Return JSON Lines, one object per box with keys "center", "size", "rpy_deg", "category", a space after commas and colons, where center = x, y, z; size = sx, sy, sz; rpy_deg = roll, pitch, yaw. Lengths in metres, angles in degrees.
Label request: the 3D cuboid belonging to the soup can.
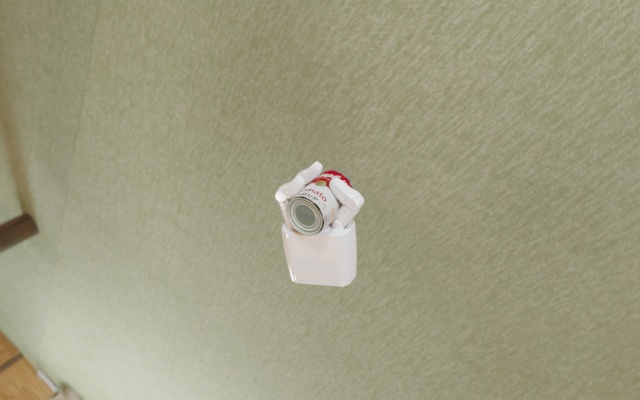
{"center": [0.000, 0.002, 0.749], "size": [0.068, 0.068, 0.102], "rpy_deg": [0, 26, 34], "category": "soup can"}
